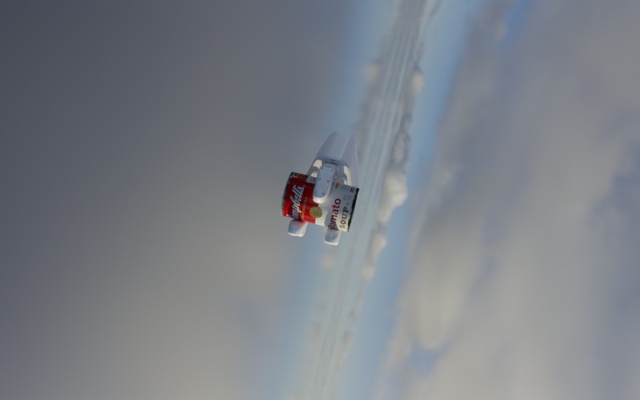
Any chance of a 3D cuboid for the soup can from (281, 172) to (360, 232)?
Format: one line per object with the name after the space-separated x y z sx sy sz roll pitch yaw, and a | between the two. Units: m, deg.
0.000 0.003 0.697 0.102 0.068 0.068 14 1 5 | soup can
